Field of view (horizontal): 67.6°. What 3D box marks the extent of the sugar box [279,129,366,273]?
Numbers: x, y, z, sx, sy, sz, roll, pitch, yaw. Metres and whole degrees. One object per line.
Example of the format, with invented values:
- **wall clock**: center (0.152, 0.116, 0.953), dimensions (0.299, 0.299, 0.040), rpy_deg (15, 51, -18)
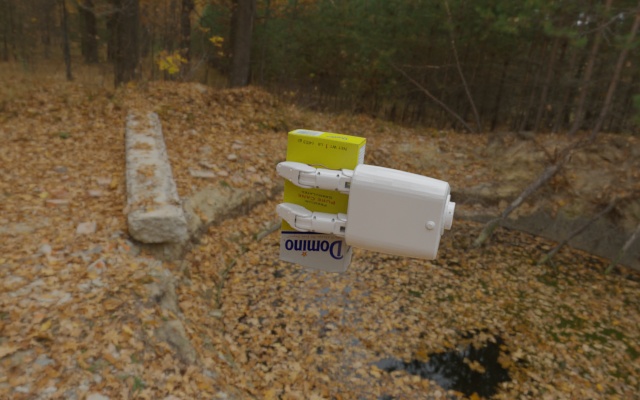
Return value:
- **sugar box**: center (0.000, 0.002, 0.614), dimensions (0.093, 0.176, 0.048), rpy_deg (11, 19, 16)
